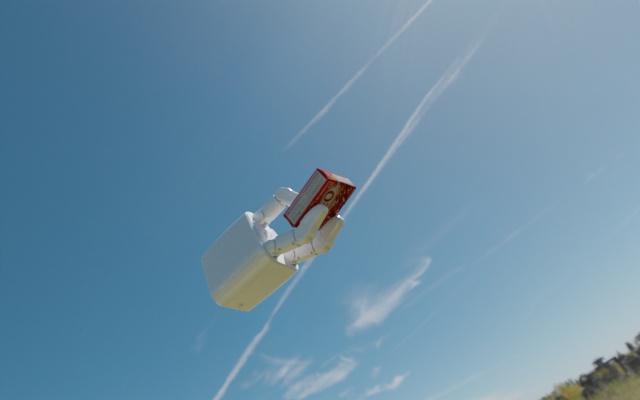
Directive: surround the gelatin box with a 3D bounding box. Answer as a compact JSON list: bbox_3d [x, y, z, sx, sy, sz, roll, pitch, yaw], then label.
[{"bbox_3d":[0.000,0.002,0.686,0.073,0.089,0.030,14,27,-52],"label":"gelatin box"}]
